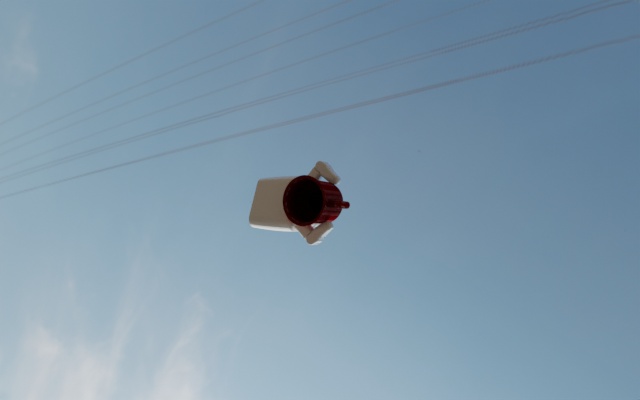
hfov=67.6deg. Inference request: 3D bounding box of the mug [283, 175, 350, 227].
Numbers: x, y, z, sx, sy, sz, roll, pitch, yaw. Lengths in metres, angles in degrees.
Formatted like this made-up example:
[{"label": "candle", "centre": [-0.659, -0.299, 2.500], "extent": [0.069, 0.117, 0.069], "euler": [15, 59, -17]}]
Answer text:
[{"label": "mug", "centre": [0.001, 0.003, 0.887], "extent": [0.117, 0.093, 0.081], "euler": [3, -1, 32]}]
